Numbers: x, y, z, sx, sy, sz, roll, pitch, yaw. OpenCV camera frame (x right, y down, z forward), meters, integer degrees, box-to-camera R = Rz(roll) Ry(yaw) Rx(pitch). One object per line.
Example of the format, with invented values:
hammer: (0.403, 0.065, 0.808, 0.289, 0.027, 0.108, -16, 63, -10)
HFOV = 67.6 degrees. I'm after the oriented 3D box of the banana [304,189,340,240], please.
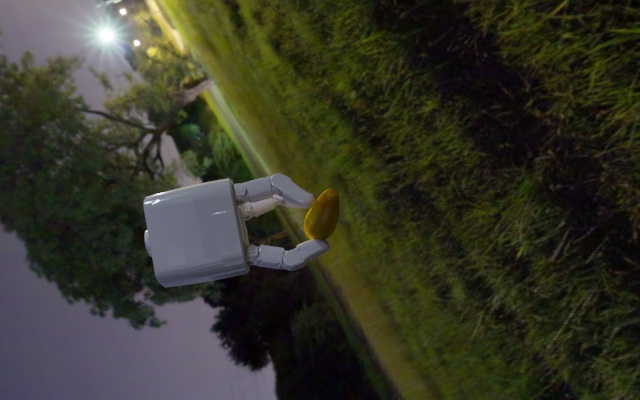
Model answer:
banana: (-0.001, 0.021, 0.616, 0.037, 0.069, 0.198, 3, 1, -4)
